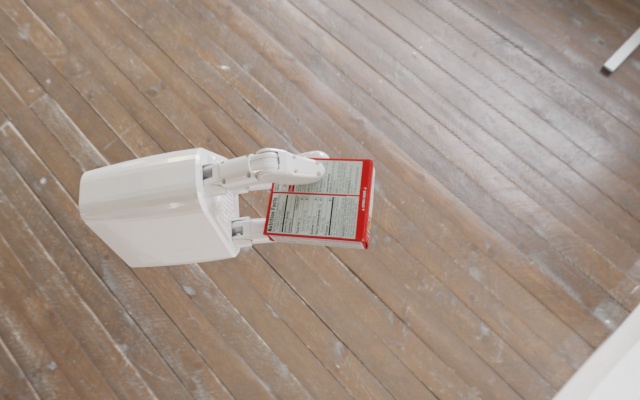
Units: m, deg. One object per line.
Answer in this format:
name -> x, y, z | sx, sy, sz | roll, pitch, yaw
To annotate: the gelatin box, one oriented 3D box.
gelatin box -> 0.000, 0.001, 0.414 | 0.089, 0.073, 0.030 | 3, -19, 14
